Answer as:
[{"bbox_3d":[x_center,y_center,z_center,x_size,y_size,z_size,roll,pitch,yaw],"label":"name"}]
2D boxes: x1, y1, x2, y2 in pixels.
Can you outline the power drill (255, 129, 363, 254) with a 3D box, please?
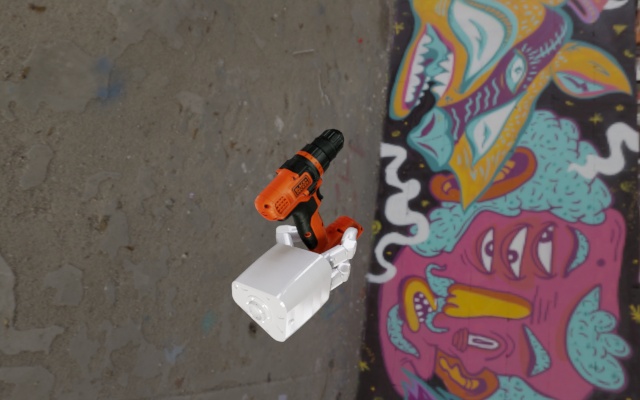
[{"bbox_3d":[0.000,0.003,0.767,0.184,0.188,0.057,-46,37,-21],"label":"power drill"}]
